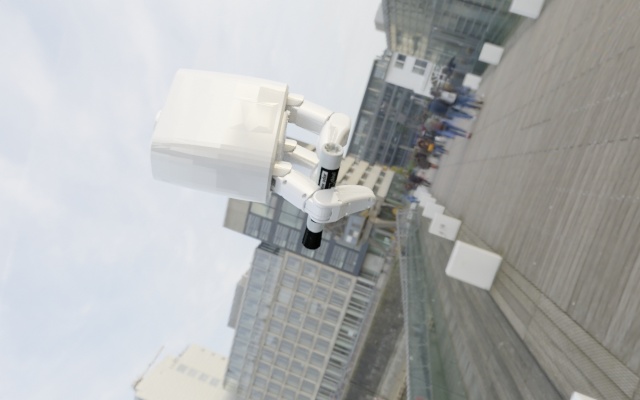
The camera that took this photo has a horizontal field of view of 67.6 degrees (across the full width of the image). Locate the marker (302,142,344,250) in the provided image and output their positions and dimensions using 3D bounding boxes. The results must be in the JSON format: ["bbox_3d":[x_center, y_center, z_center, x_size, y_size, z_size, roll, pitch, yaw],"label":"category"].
[{"bbox_3d":[0.000,0.001,0.430,0.020,0.121,0.020,7,42,-6],"label":"marker"}]
